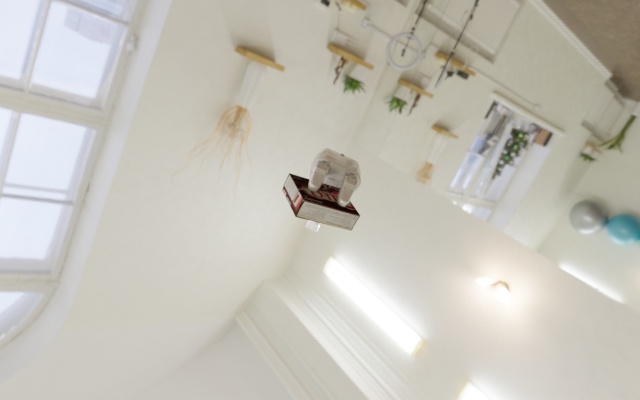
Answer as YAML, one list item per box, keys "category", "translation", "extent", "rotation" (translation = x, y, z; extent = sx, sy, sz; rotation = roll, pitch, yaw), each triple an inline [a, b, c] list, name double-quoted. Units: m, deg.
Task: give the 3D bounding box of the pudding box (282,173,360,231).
- category: "pudding box"
  translation: [0.000, 0.003, 0.805]
  extent: [0.113, 0.039, 0.090]
  rotation: [13, 24, -28]
